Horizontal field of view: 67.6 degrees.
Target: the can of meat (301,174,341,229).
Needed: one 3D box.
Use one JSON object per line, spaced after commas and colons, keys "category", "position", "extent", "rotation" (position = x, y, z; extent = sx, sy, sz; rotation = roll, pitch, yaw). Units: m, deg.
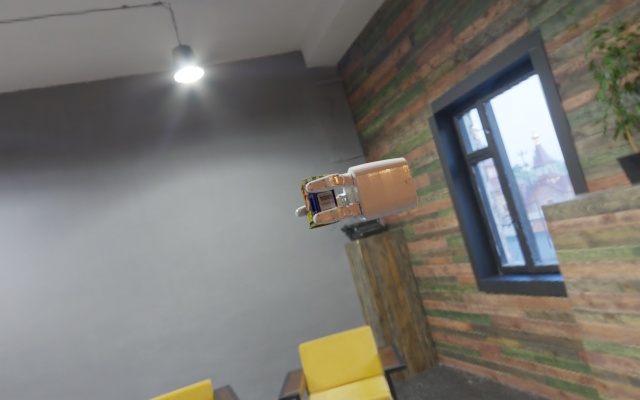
{"category": "can of meat", "position": [0.000, 0.003, 0.863], "extent": [0.057, 0.084, 0.102], "rotation": [-13, -5, -7]}
